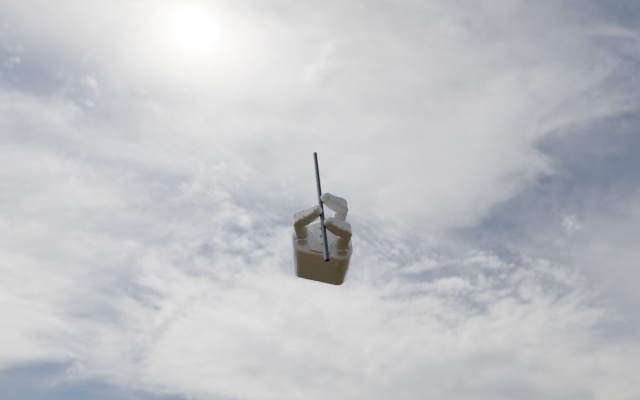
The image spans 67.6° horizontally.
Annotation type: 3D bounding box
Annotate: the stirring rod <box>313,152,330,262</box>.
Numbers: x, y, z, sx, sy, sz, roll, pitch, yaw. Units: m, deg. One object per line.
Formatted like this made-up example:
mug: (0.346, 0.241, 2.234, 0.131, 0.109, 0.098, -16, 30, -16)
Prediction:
stirring rod: (0.000, 0.003, 0.838, 0.011, 0.239, 0.011, -4, -39, -3)
